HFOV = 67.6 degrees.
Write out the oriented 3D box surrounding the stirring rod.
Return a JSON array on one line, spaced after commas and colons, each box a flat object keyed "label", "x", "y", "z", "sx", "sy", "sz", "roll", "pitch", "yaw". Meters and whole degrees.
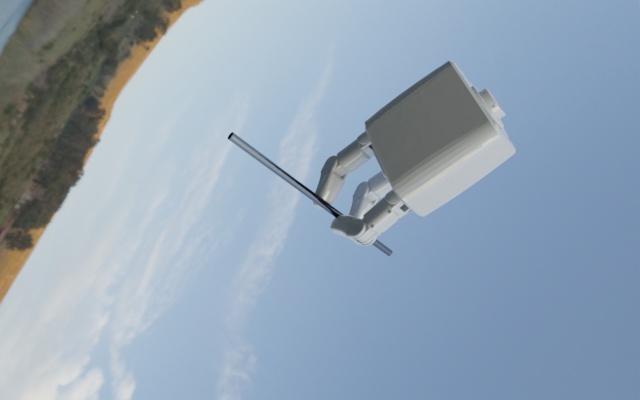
[{"label": "stirring rod", "x": 0.000, "y": 0.002, "z": 0.496, "sx": 0.240, "sy": 0.011, "sz": 0.011, "roll": 36, "pitch": -22, "yaw": -33}]
